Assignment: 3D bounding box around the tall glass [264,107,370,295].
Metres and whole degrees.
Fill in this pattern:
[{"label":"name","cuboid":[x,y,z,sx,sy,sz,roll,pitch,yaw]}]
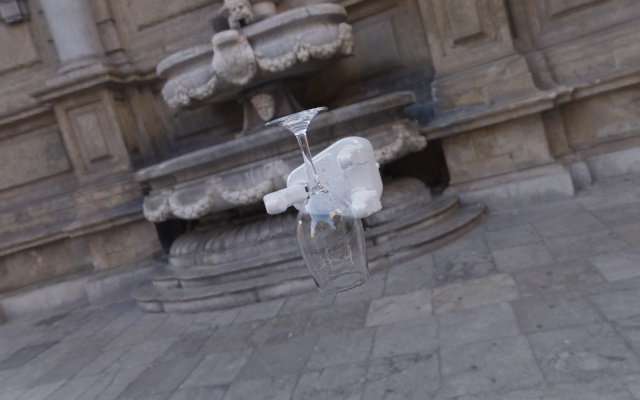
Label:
[{"label":"tall glass","cuboid":[0.000,0.001,0.542,0.079,0.201,0.079,-16,6,2]}]
